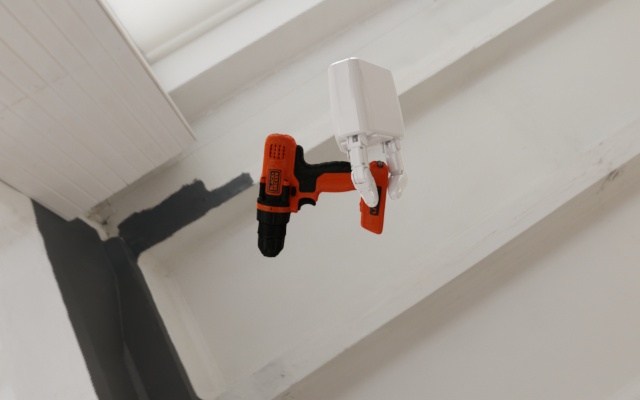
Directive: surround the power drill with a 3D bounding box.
[{"bbox_3d":[0.001,0.002,0.696,0.187,0.184,0.057,6,11,2],"label":"power drill"}]
